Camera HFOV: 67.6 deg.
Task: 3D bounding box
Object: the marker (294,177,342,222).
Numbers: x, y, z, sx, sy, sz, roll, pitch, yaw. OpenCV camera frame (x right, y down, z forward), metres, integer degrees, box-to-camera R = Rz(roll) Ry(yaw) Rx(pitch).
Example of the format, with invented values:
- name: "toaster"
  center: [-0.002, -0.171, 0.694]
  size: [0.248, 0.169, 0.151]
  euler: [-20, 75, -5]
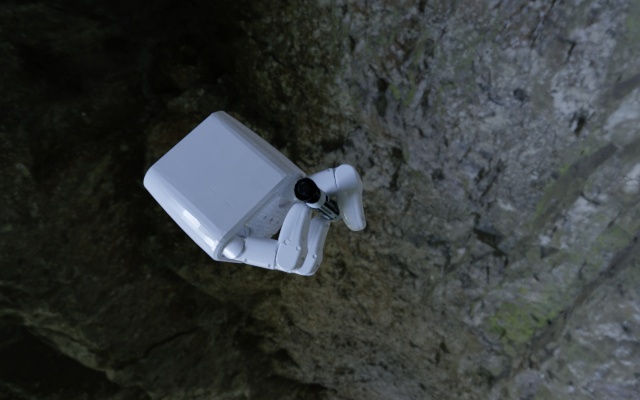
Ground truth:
- name: "marker"
  center: [0.000, 0.001, 0.422]
  size: [0.020, 0.020, 0.121]
  euler: [0, -11, 13]
